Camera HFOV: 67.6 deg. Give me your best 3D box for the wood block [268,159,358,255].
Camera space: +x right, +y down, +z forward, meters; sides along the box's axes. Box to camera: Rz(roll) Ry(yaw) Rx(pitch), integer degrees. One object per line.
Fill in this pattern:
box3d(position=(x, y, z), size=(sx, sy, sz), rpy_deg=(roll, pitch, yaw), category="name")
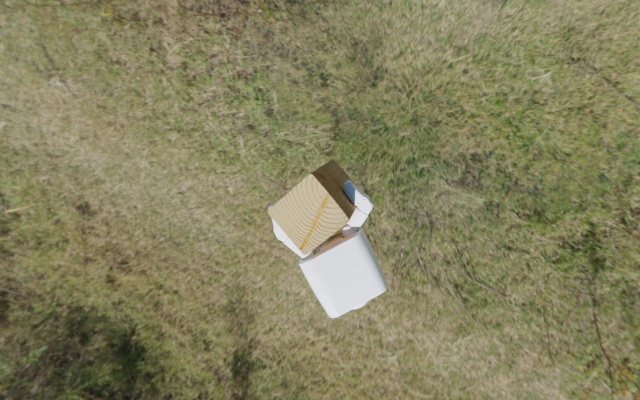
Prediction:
box3d(position=(0.001, 0.003, 0.786), size=(0.091, 0.090, 0.206), rpy_deg=(-39, 2, 15), category="wood block")
